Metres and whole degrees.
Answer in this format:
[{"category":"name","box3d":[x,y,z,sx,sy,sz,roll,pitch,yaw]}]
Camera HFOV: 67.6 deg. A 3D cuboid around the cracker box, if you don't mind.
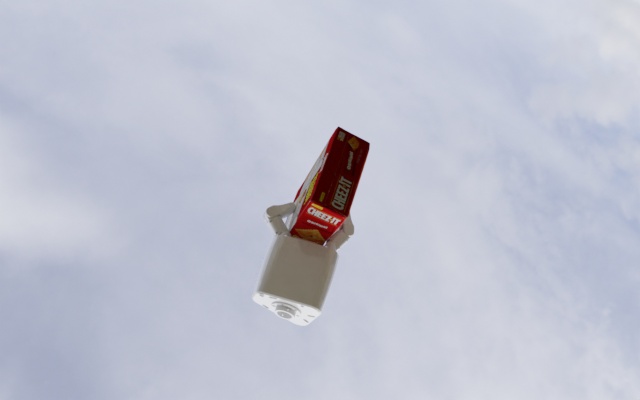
[{"category":"cracker box","box3d":[0.000,0.003,0.832,0.072,0.164,0.214,25,-35,-8]}]
